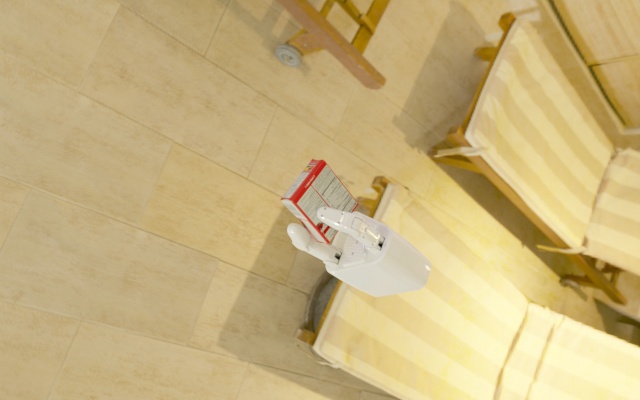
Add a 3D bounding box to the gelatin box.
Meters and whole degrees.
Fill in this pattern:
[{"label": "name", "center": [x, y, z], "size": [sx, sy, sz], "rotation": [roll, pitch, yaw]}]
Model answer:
[{"label": "gelatin box", "center": [0.000, 0.002, 0.626], "size": [0.030, 0.073, 0.089], "rotation": [7, -36, 51]}]
